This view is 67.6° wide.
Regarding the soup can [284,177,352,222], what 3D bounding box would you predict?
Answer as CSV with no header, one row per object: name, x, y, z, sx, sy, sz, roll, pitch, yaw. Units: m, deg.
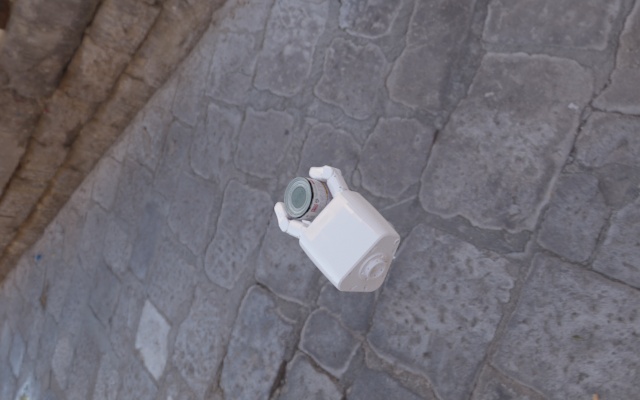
soup can,0.000,0.002,0.777,0.102,0.068,0.068,11,-8,-43
